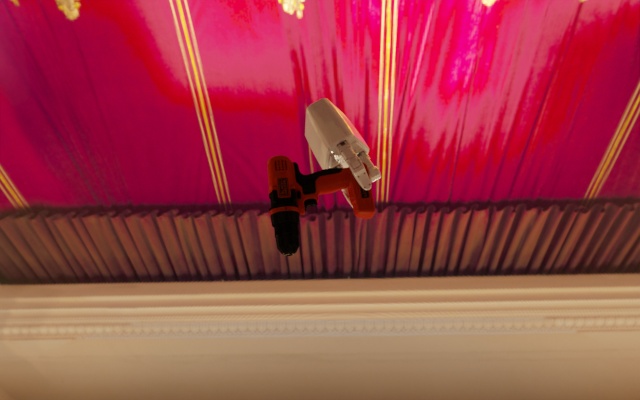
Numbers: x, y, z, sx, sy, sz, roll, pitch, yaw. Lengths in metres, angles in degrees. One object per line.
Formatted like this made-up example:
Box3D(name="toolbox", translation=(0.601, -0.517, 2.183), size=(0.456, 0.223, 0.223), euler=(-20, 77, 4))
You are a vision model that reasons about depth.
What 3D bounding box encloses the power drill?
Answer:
Box3D(name="power drill", translation=(0.001, 0.003, 0.863), size=(0.187, 0.184, 0.057), euler=(-4, -15, -13))
